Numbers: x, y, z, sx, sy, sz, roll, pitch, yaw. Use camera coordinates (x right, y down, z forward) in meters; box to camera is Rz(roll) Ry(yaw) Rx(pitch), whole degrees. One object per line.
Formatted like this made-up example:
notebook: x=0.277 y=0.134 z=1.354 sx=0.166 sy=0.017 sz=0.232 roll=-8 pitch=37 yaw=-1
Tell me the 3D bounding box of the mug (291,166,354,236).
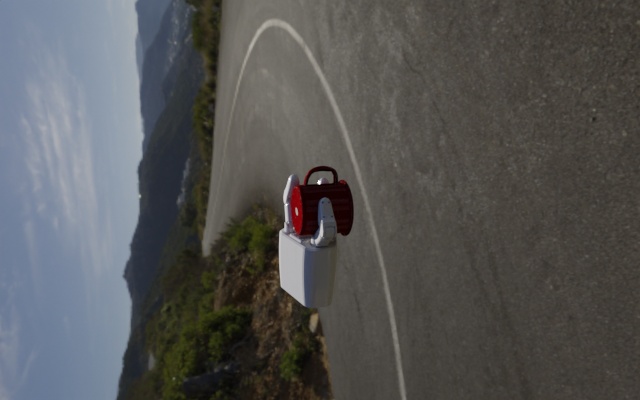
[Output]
mug: x=0.000 y=0.001 z=0.768 sx=0.081 sy=0.117 sz=0.093 roll=-3 pitch=16 yaw=-17
